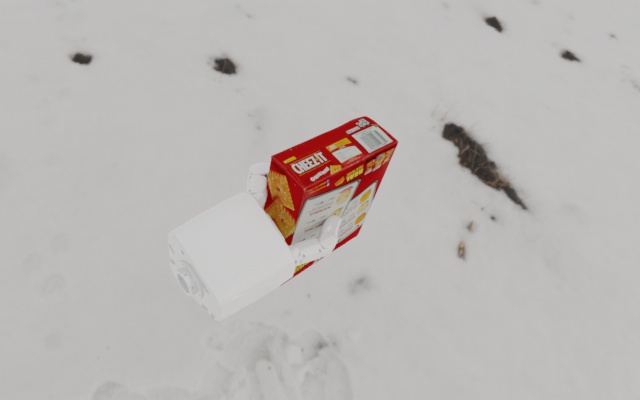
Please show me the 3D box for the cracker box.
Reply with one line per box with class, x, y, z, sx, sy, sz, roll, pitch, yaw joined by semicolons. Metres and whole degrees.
cracker box;0.000;0.002;0.659;0.164;0.072;0.214;-29;-27;-32
